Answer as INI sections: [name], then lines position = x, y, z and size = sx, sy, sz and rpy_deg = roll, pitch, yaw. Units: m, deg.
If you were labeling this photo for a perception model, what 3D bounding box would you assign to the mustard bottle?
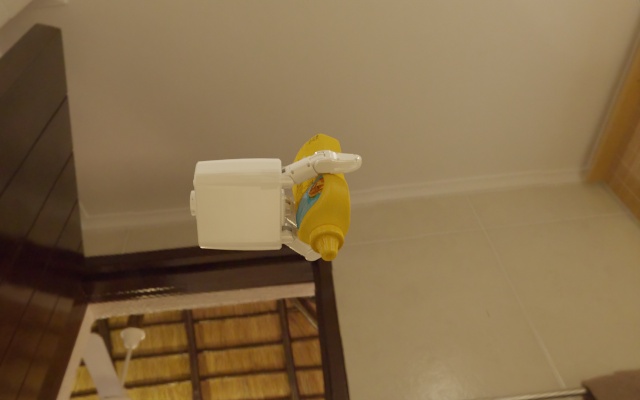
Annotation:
[mustard bottle]
position = 0.000, 0.002, 0.621
size = 0.058, 0.096, 0.191
rpy_deg = 20, 35, -22
